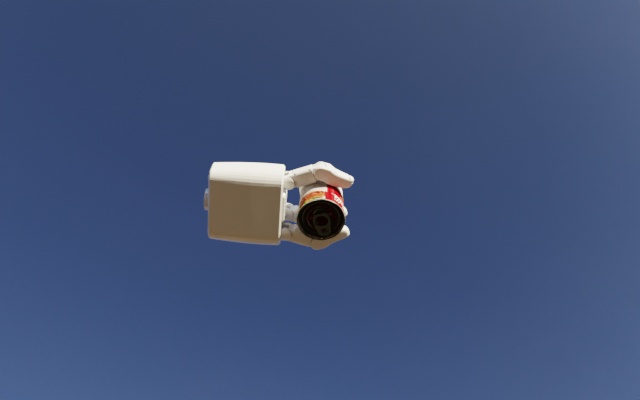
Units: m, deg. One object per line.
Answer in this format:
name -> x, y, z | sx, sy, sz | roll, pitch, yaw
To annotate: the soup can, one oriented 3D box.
soup can -> 0.001, 0.002, 0.706 | 0.068, 0.068, 0.102 | 0, 30, -1
